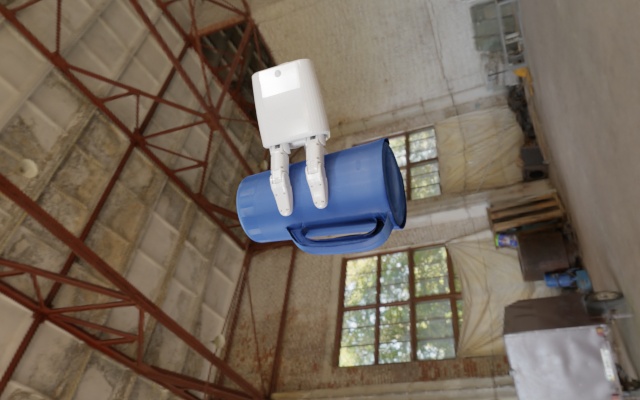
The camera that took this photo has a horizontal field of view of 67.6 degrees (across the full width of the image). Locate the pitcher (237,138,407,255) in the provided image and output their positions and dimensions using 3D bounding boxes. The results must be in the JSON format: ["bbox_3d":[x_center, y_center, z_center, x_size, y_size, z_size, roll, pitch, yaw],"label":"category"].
[{"bbox_3d":[0.000,0.002,0.712,0.243,0.145,0.149,-11,2,20],"label":"pitcher"}]
